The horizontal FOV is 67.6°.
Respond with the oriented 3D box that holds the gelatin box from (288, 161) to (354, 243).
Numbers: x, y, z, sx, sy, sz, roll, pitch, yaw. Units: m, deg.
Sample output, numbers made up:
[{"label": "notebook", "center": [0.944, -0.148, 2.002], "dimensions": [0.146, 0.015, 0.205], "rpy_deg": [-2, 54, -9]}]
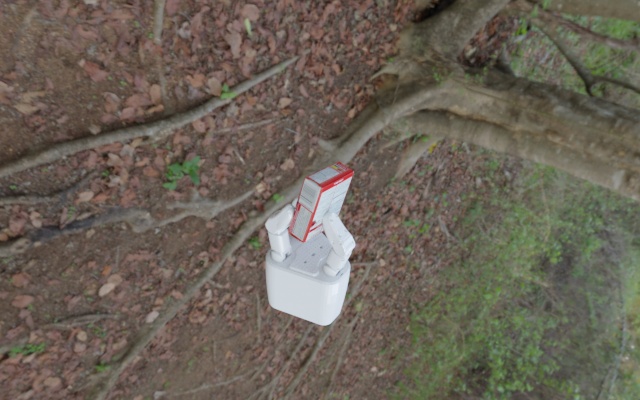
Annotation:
[{"label": "gelatin box", "center": [0.001, 0.002, 0.604], "dimensions": [0.030, 0.089, 0.073], "rpy_deg": [34, 36, 22]}]
